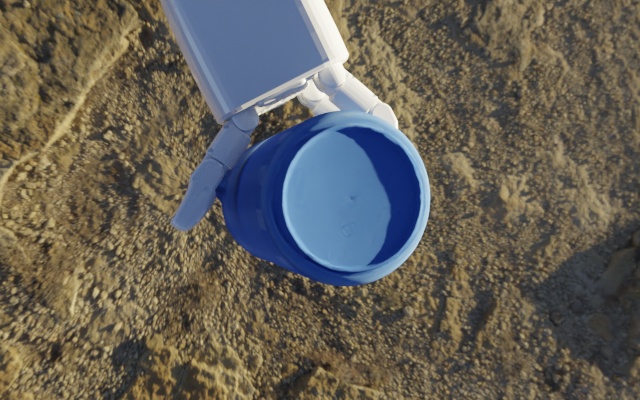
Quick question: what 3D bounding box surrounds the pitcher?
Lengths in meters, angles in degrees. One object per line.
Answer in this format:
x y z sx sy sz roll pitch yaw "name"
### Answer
0.000 0.001 0.400 0.149 0.145 0.243 -29 7 -13 "pitcher"
